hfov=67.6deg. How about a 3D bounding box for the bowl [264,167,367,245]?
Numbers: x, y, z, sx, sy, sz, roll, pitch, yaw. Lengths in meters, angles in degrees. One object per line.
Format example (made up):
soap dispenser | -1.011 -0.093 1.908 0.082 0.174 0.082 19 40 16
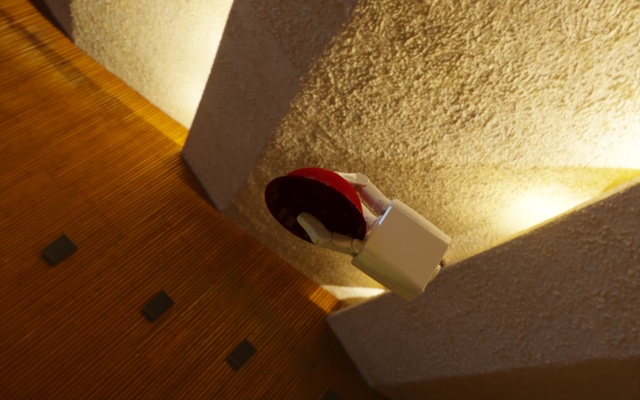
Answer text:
bowl | -0.001 0.001 0.711 0.162 0.055 0.162 18 -35 13
